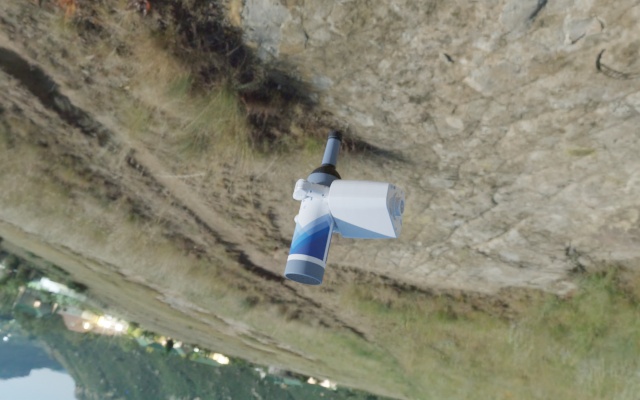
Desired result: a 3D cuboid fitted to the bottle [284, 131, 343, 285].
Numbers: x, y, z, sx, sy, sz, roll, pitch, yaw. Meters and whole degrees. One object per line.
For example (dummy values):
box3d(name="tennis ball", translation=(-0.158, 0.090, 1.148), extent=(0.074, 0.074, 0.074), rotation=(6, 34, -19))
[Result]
box3d(name="bottle", translation=(0.000, 0.003, 0.874), extent=(0.069, 0.295, 0.069), rotation=(11, -23, 5))
